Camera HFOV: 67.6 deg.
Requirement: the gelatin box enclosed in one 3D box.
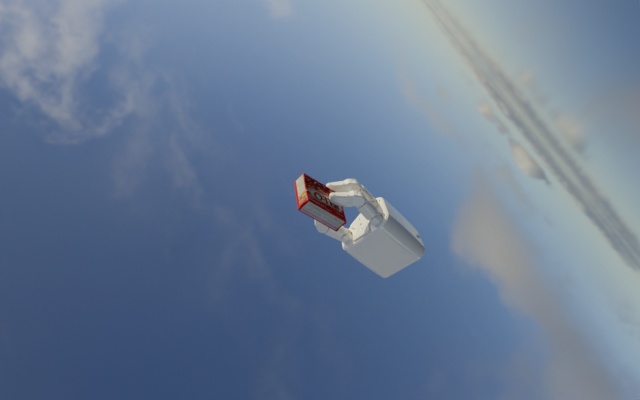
[{"bbox_3d":[0.000,0.003,0.810,0.089,0.073,0.030,30,-60,-30],"label":"gelatin box"}]
